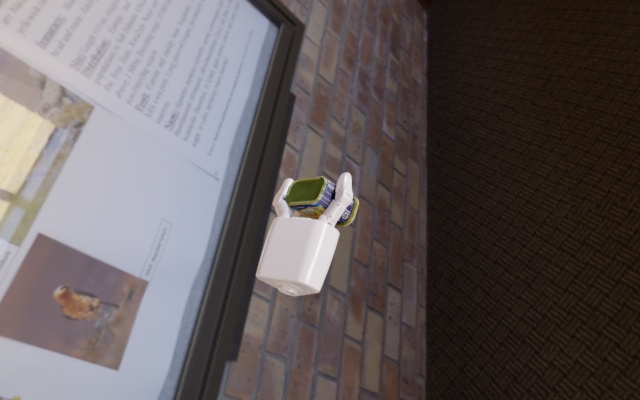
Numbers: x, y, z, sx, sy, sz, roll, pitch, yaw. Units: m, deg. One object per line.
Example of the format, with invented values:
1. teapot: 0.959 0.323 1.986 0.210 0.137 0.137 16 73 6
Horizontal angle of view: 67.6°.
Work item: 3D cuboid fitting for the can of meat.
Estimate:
1. can of meat: 0.000 0.002 0.829 0.084 0.057 0.102 34 -25 -34
